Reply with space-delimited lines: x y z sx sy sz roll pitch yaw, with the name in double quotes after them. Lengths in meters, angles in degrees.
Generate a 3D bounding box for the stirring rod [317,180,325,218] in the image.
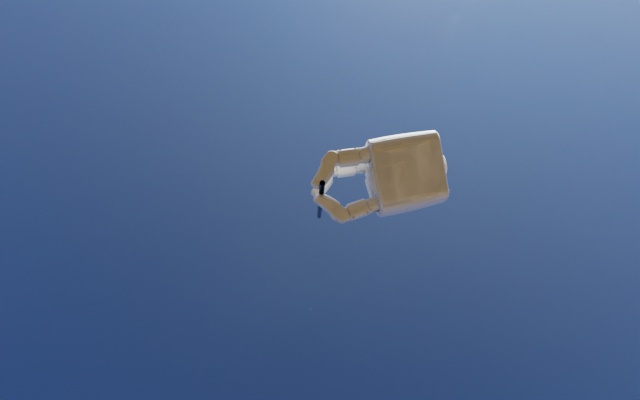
0.000 0.003 0.773 0.011 0.011 0.239 0 -13 -1 "stirring rod"
